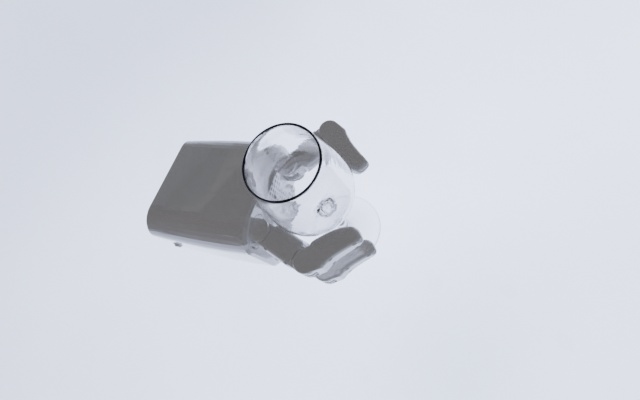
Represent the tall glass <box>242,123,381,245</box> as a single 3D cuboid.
[{"bbox_3d":[0.000,0.002,0.431,0.079,0.079,0.201,0,-17,17],"label":"tall glass"}]
